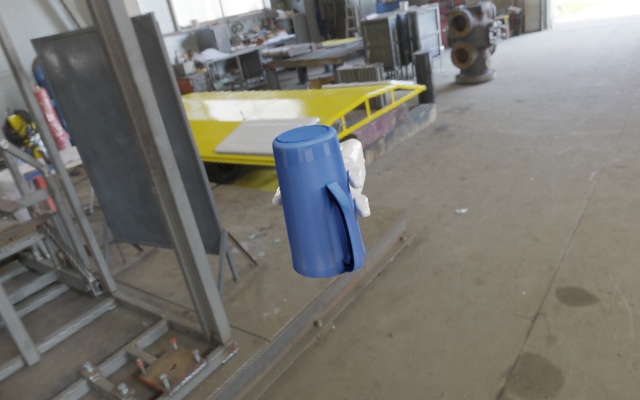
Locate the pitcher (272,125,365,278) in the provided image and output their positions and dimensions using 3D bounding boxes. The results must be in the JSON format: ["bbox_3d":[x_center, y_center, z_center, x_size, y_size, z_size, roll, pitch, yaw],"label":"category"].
[{"bbox_3d":[0.000,0.003,0.810,0.149,0.243,0.145,-4,24,17],"label":"pitcher"}]
